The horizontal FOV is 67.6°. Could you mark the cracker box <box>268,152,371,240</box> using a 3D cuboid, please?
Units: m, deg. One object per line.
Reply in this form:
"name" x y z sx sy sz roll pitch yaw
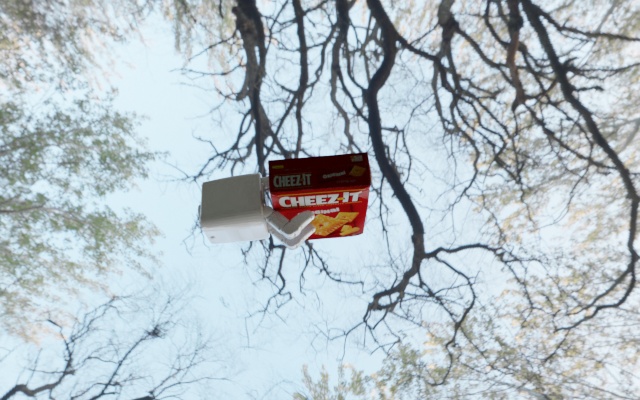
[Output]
"cracker box" 0.000 0.003 0.851 0.164 0.072 0.214 -5 -25 -1
